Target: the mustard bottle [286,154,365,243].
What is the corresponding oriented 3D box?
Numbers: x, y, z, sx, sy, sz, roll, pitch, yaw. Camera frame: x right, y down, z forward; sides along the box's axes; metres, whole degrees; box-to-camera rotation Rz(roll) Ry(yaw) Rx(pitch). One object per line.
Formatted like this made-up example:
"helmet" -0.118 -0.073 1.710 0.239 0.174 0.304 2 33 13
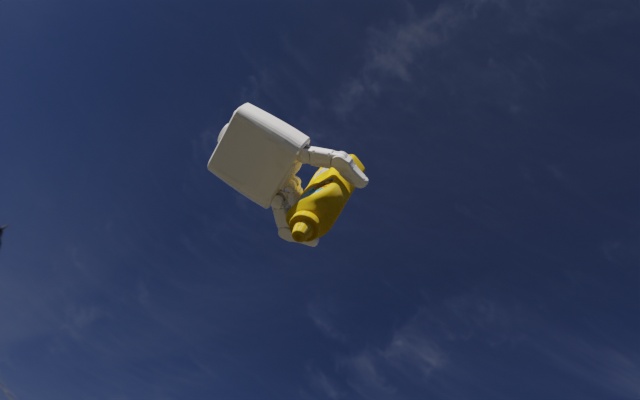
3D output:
"mustard bottle" 0.000 0.002 0.675 0.096 0.058 0.191 -32 13 30
